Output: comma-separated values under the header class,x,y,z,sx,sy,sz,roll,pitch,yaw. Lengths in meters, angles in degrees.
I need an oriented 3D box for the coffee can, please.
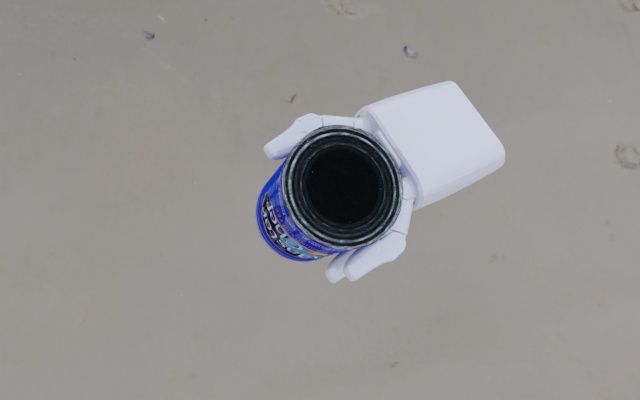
class,x,y,z,sx,sy,sz,roll,pitch,yaw
coffee can,0.000,0.001,0.444,0.103,0.102,0.140,0,-11,-16
